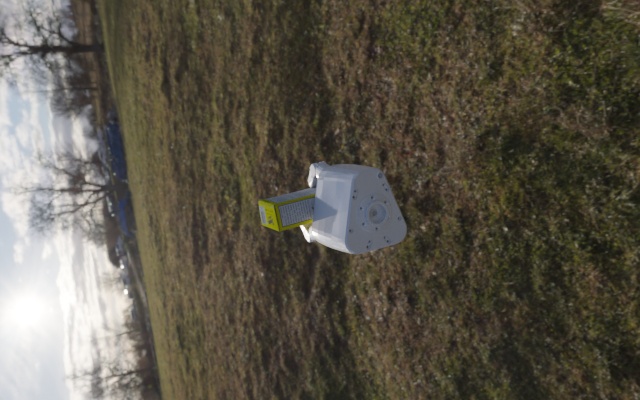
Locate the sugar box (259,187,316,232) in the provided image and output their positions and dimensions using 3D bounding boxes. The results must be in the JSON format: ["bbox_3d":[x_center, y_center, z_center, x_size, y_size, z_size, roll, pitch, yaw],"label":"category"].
[{"bbox_3d":[0.000,0.003,0.739,0.176,0.048,0.093,-12,9,-21],"label":"sugar box"}]
